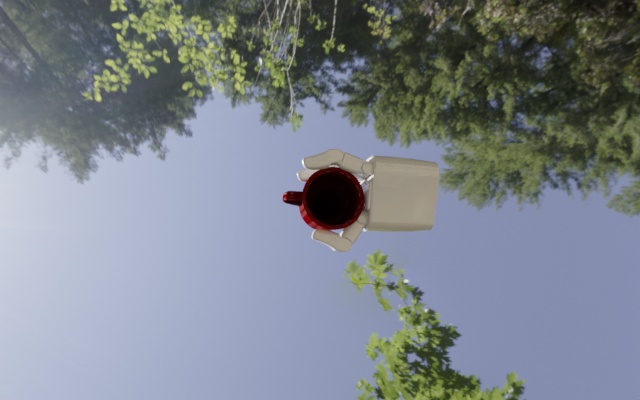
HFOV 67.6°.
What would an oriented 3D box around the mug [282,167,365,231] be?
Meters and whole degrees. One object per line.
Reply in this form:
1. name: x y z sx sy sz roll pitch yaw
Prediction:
1. mug: -0.001 0.002 0.729 0.117 0.093 0.081 4 -11 -10
